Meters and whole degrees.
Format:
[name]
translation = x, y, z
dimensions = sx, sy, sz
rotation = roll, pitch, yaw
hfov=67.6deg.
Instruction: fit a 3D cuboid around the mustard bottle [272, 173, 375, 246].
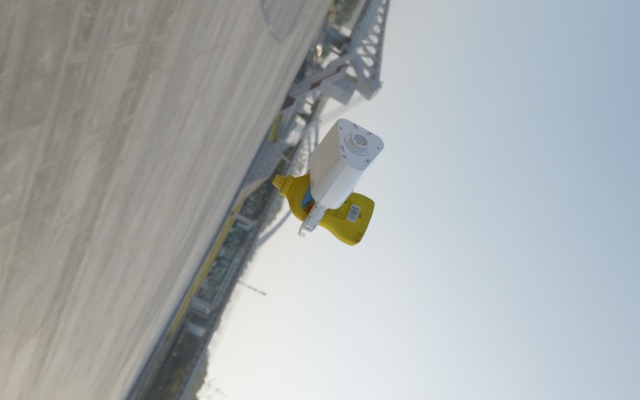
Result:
[mustard bottle]
translation = 0.000, 0.003, 0.884
dimensions = 0.191, 0.096, 0.058
rotation = 27, -20, -8
